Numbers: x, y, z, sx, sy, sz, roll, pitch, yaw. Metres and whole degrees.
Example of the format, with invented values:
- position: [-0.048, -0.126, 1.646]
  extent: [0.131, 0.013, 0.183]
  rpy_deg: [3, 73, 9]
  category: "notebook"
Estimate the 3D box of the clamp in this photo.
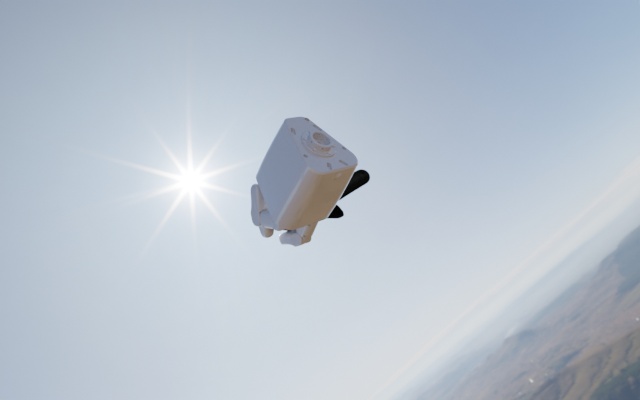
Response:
- position: [0.000, 0.002, 0.740]
  extent: [0.171, 0.039, 0.120]
  rpy_deg: [-17, -32, -44]
  category: "clamp"
